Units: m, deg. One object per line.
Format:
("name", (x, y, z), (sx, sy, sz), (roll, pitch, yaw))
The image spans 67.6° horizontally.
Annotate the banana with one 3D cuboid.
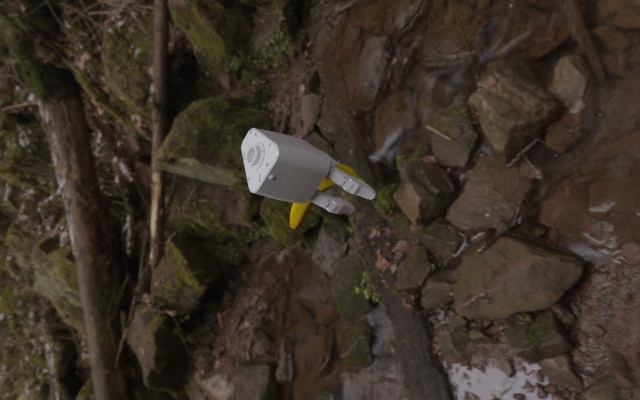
("banana", (-0.002, -0.015, 0.884), (0.037, 0.069, 0.198), (7, -31, -43))
